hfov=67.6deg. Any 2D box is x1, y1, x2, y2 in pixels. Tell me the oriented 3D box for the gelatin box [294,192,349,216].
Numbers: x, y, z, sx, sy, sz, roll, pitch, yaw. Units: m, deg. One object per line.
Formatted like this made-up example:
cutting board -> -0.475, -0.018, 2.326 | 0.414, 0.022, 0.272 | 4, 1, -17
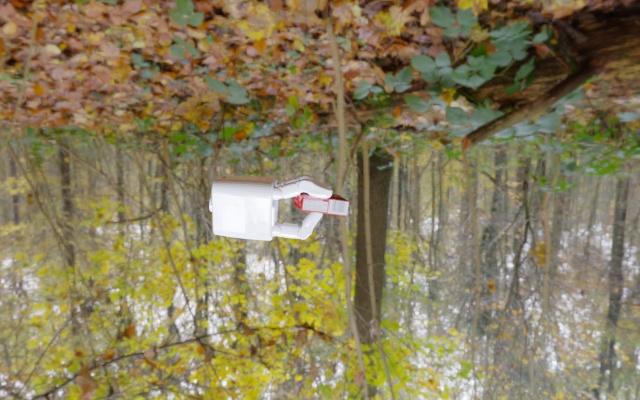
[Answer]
gelatin box -> 0.000, 0.003, 0.873 | 0.089, 0.030, 0.073 | 7, 8, -13
